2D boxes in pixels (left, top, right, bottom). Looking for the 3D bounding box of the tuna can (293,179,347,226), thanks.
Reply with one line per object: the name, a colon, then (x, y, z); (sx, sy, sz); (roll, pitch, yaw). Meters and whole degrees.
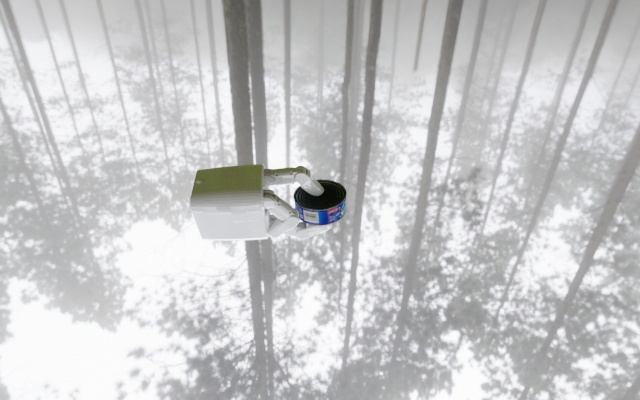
tuna can: (0.000, 0.003, 0.775); (0.086, 0.034, 0.086); (-3, 35, 2)
